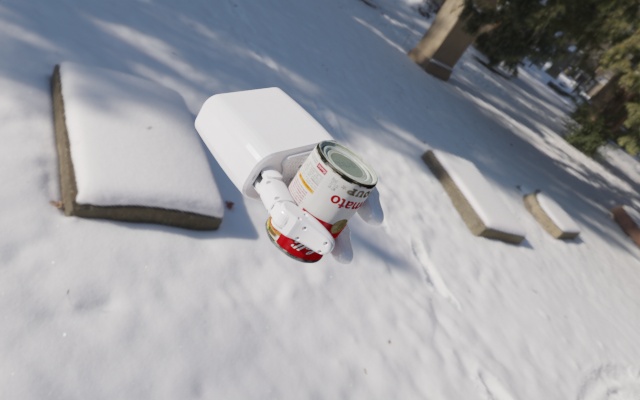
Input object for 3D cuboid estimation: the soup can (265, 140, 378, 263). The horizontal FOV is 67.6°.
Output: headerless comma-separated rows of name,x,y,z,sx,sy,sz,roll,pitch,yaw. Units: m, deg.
soup can,0.000,0.002,0.461,0.068,0.102,0.068,28,27,-15
